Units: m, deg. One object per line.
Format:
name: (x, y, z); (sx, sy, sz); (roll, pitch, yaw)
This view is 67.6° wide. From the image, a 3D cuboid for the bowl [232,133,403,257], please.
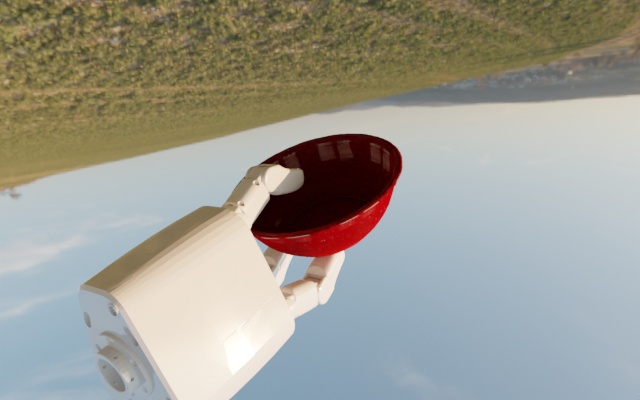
bowl: (0.001, 0.001, 0.438); (0.162, 0.055, 0.162); (-14, 32, 9)
